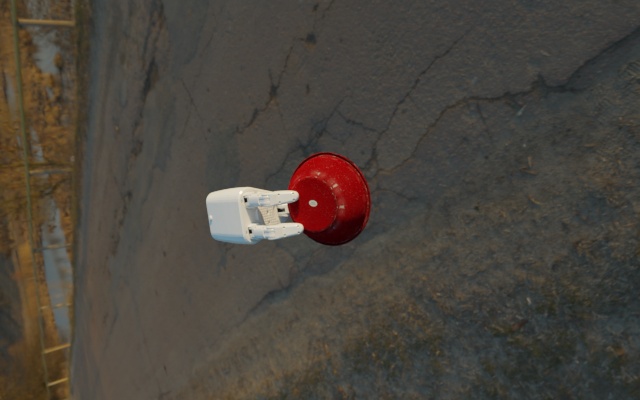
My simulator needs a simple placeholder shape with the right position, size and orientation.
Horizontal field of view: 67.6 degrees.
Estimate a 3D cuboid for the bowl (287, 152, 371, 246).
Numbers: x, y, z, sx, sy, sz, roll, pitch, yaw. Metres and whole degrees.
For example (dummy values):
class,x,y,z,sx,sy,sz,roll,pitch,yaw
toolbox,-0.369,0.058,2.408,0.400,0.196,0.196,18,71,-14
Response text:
class,x,y,z,sx,sy,sz,roll,pitch,yaw
bowl,0.001,0.002,0.790,0.162,0.162,0.055,0,9,30
